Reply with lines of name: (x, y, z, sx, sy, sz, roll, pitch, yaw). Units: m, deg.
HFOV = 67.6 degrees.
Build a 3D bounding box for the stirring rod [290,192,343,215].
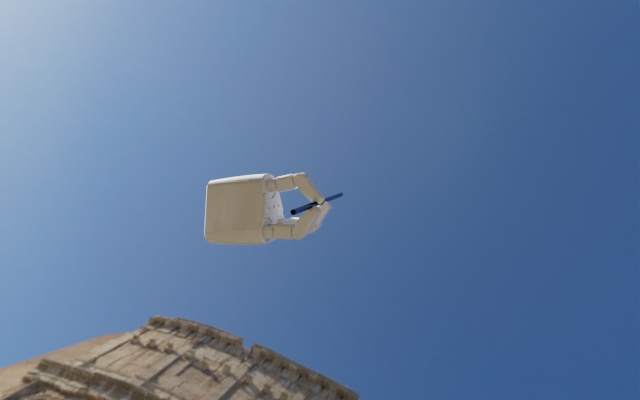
stirring rod: (0.000, 0.003, 0.770, 0.011, 0.011, 0.239, 0, 7, 18)
